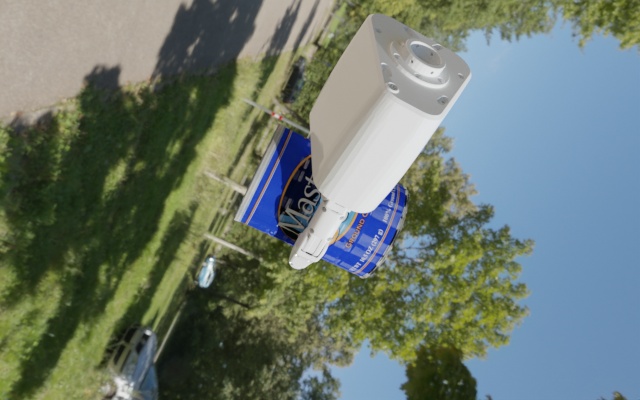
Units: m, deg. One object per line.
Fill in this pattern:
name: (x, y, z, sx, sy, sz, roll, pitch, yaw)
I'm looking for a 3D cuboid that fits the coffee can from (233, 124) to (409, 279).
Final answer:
coffee can: (0.000, 0.002, 0.470, 0.140, 0.103, 0.103, 26, -4, -8)
